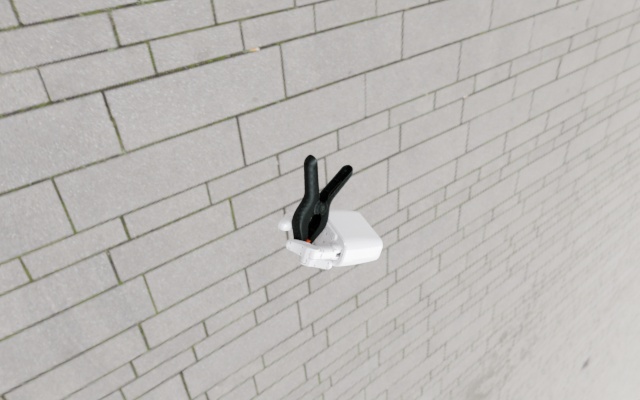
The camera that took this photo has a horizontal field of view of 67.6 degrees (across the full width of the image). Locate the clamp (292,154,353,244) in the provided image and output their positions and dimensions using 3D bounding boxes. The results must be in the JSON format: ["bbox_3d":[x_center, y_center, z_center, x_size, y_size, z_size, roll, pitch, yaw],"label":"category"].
[{"bbox_3d":[0.000,0.003,0.848,0.120,0.171,0.039,0,24,-41],"label":"clamp"}]
